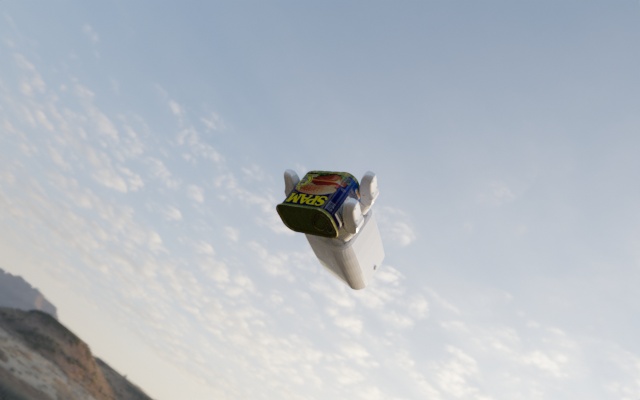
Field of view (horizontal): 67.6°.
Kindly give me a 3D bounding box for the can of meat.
[{"bbox_3d":[0.000,0.002,0.701,0.102,0.057,0.084,7,46,39],"label":"can of meat"}]
